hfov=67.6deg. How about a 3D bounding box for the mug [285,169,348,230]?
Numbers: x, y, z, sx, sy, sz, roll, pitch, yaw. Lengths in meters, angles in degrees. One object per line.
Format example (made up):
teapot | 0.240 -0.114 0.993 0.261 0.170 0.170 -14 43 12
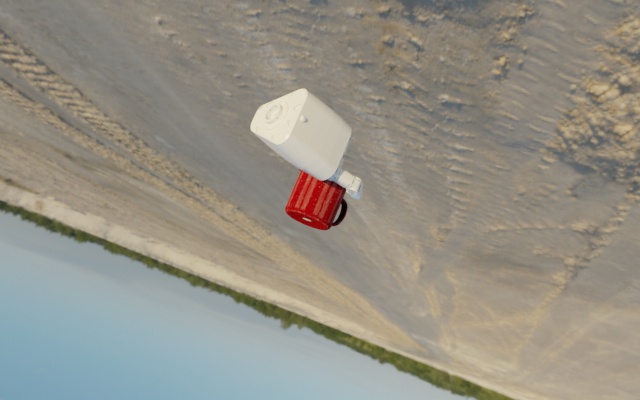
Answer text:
mug | 0.001 0.003 0.796 0.093 0.081 0.117 6 -22 47
